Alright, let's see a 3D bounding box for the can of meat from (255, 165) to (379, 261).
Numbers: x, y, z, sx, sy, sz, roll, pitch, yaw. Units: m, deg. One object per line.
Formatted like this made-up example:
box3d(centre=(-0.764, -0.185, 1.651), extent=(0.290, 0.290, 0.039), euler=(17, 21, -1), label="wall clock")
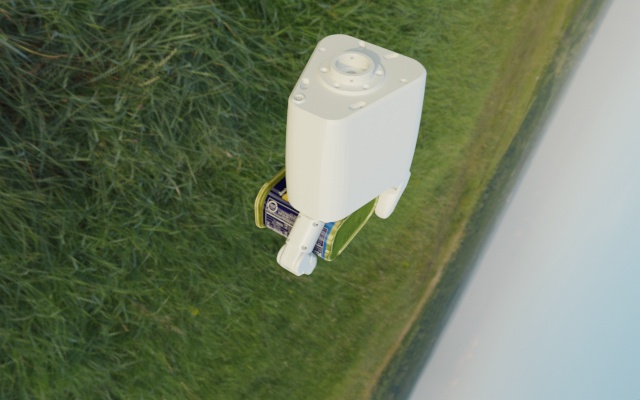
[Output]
box3d(centre=(0.000, 0.002, 0.469), extent=(0.084, 0.057, 0.102), euler=(27, 49, 20), label="can of meat")
